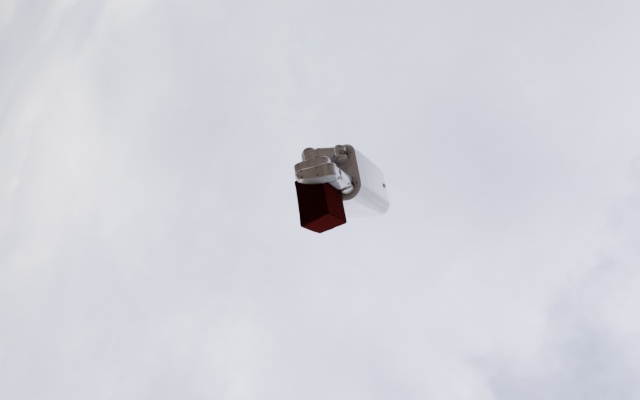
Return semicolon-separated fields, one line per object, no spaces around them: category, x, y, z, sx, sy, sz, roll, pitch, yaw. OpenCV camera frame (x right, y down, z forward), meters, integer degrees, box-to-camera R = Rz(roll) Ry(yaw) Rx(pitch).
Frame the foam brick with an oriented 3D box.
foam brick;0.000;0.003;0.716;0.053;0.078;0.051;-23;-30;27
